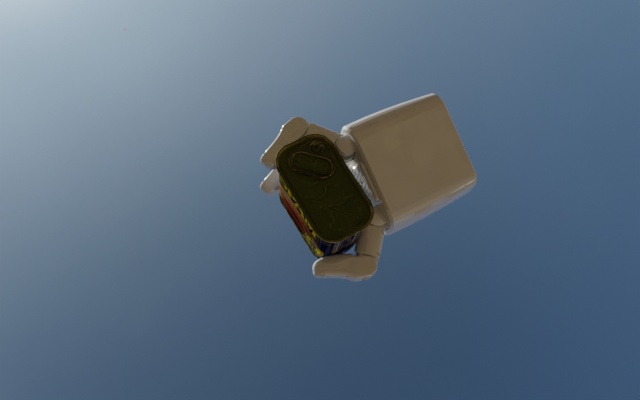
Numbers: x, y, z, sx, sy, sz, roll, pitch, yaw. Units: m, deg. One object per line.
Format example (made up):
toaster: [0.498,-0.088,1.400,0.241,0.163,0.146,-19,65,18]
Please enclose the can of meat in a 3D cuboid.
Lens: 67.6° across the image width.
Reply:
can of meat: [0.000,0.002,0.456,0.057,0.102,0.084,-28,-16,-14]
